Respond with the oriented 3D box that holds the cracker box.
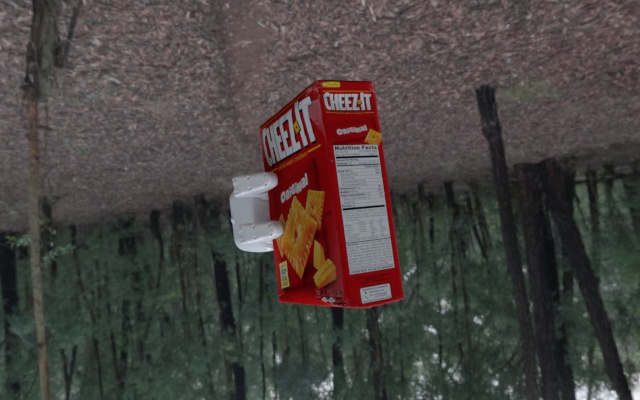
[{"bbox_3d":[0.000,0.002,0.508,0.072,0.213,0.164,-5,-6,-28],"label":"cracker box"}]
